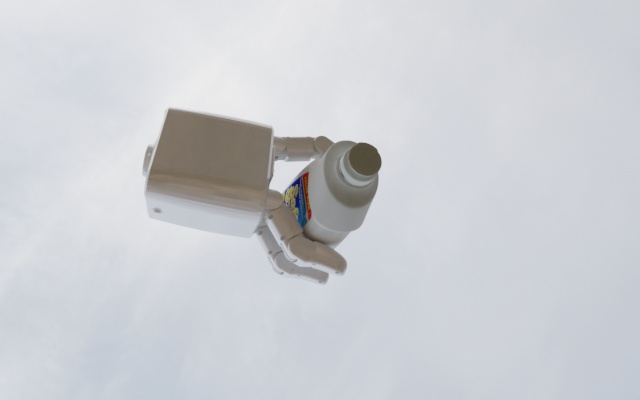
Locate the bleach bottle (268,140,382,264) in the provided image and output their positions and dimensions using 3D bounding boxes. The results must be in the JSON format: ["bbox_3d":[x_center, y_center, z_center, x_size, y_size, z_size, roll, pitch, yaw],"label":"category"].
[{"bbox_3d":[0.000,0.002,0.483,0.068,0.102,0.251,9,-22,-14],"label":"bleach bottle"}]
